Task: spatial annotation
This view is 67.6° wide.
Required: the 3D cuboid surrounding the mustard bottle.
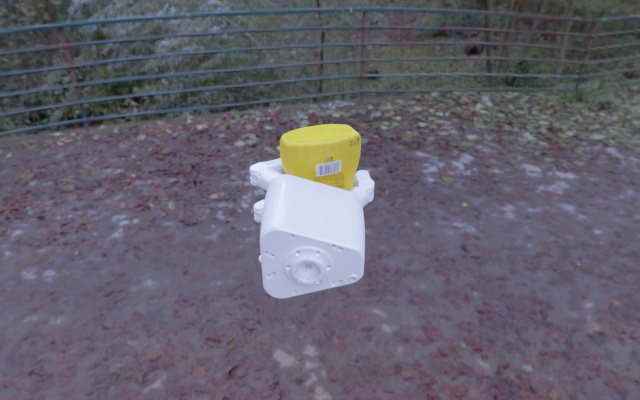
[{"bbox_3d":[0.000,0.002,0.614,0.096,0.192,0.058,-12,33,-20],"label":"mustard bottle"}]
